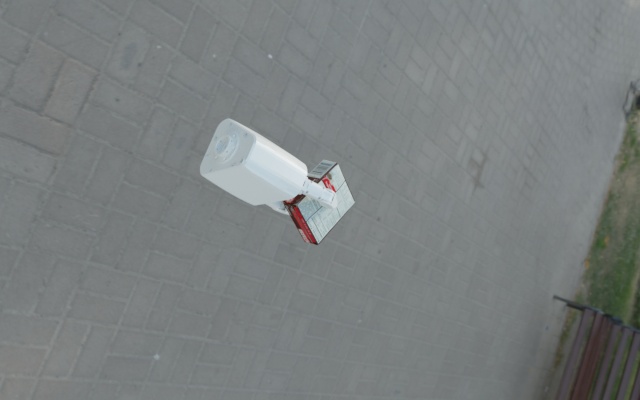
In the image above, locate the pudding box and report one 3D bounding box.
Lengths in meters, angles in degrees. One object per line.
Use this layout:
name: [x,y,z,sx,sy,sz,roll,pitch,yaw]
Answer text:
pudding box: [0.000,0.003,0.779,0.039,0.090,0.113,14,50,44]
